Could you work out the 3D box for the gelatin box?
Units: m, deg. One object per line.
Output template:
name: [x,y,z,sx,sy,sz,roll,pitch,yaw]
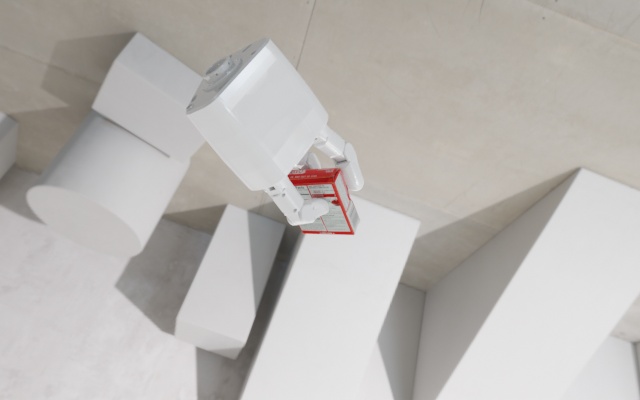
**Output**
gelatin box: [0.000,0.002,0.579,0.073,0.089,0.030,-1,42,27]
